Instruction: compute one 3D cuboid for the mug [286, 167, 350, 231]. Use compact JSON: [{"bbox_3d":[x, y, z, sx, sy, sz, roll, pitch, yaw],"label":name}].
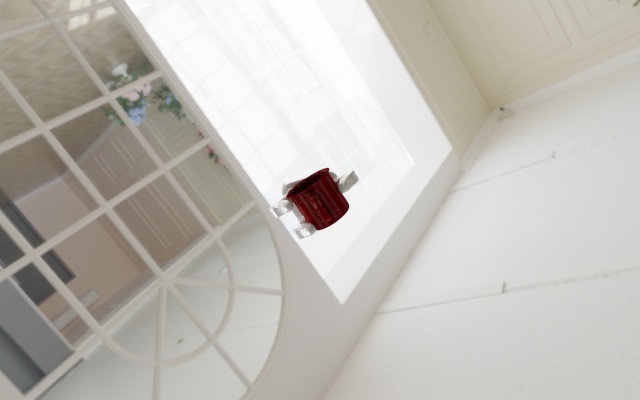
[{"bbox_3d":[0.000,0.003,0.842,0.093,0.081,0.117,-34,14,3],"label":"mug"}]
